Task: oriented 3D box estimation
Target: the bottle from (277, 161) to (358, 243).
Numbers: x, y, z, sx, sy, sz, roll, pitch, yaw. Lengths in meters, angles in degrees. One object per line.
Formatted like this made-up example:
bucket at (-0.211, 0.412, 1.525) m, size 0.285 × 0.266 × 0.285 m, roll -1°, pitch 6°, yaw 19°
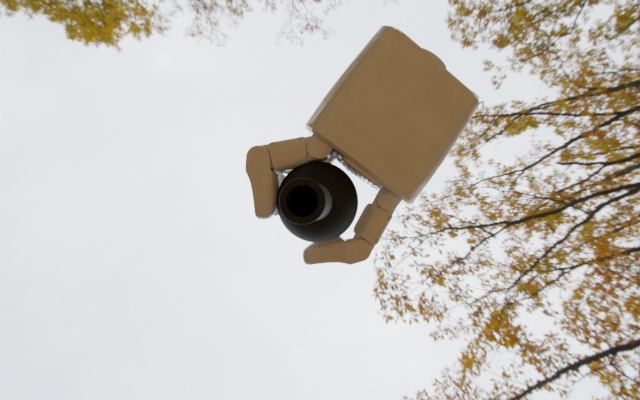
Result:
bottle at (0.000, 0.001, 0.425) m, size 0.069 × 0.069 × 0.296 m, roll 0°, pitch 0°, yaw 4°
